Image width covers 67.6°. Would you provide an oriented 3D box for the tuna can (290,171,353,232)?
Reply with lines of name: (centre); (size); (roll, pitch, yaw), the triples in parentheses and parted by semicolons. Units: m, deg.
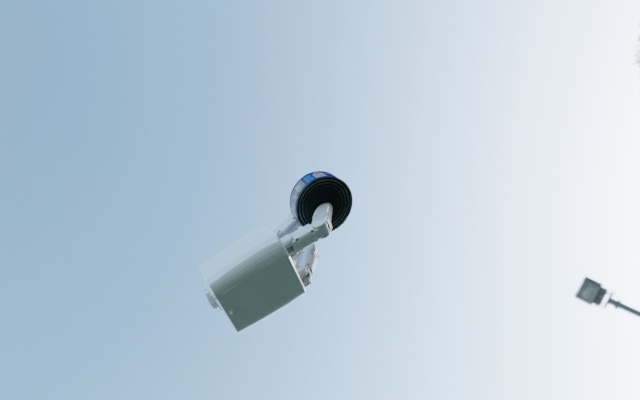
tuna can: (0.000, 0.002, 0.680); (0.086, 0.086, 0.033); (0, 19, -25)
